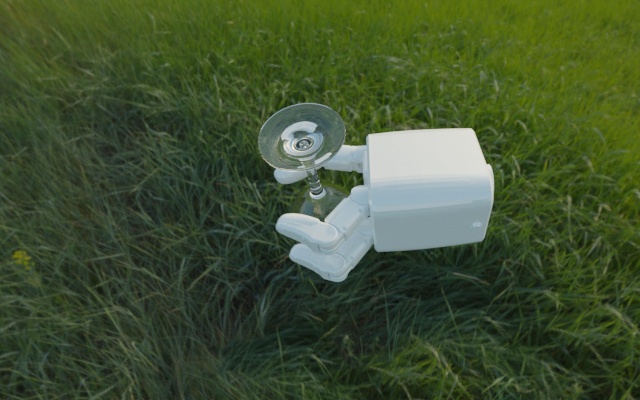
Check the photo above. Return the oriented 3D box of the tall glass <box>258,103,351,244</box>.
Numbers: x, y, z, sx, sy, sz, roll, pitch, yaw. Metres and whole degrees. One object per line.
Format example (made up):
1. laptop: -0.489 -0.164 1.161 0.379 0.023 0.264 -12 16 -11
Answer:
1. tall glass: 0.000 0.001 0.474 0.079 0.079 0.201 0 -34 11
